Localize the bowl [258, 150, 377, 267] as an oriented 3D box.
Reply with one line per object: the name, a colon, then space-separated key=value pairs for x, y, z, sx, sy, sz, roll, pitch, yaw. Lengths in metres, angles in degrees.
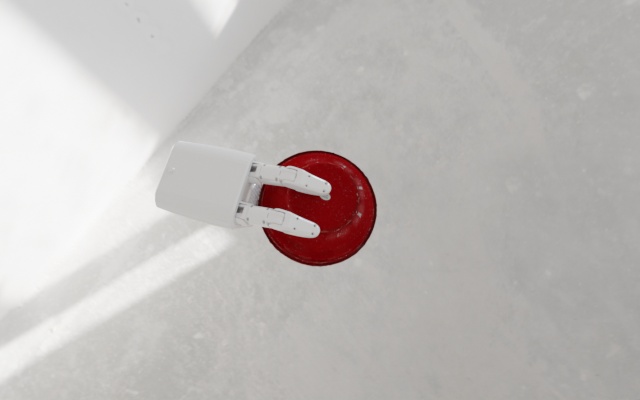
bowl: x=0.001 y=0.002 z=0.619 sx=0.162 sy=0.162 sz=0.055 roll=0 pitch=-15 yaw=-7
